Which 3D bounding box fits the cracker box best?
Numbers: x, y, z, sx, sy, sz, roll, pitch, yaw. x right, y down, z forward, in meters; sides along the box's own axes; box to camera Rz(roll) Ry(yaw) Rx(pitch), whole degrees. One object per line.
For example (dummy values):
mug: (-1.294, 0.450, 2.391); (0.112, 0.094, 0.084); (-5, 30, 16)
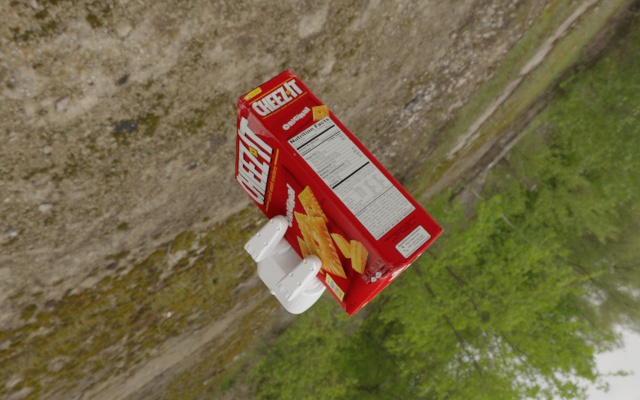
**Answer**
cracker box: (0.000, 0.002, 0.490); (0.072, 0.213, 0.164); (-36, -14, -25)
